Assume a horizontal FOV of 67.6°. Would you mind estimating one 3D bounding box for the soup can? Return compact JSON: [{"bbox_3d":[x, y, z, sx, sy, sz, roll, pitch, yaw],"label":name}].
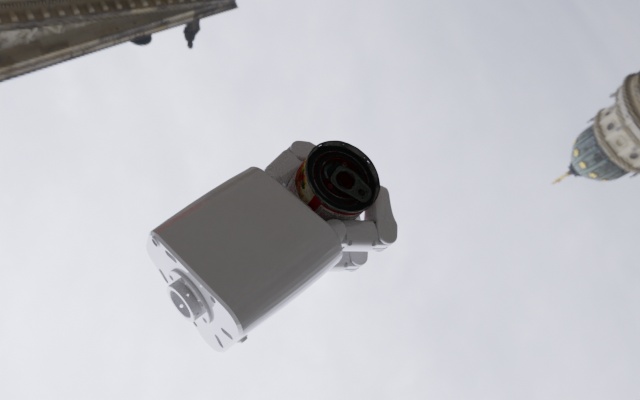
[{"bbox_3d":[0.000,0.001,0.434,0.068,0.068,0.102,0,-26,-25],"label":"soup can"}]
